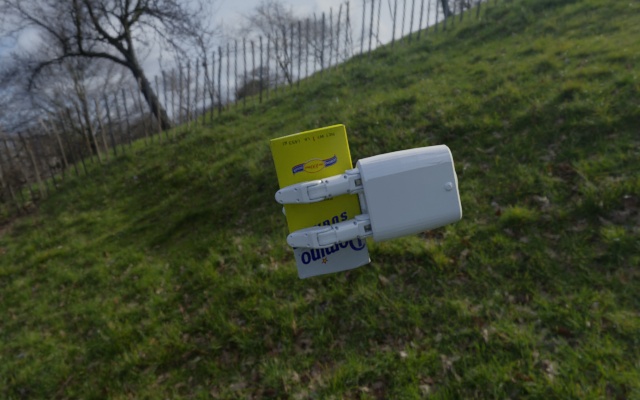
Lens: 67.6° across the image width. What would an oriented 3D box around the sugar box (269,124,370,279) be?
[{"bbox_3d":[0.000,0.002,0.590,0.093,0.176,0.048,-13,8,-1],"label":"sugar box"}]
